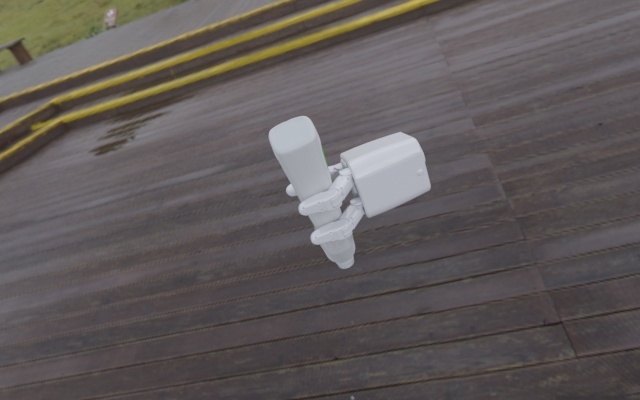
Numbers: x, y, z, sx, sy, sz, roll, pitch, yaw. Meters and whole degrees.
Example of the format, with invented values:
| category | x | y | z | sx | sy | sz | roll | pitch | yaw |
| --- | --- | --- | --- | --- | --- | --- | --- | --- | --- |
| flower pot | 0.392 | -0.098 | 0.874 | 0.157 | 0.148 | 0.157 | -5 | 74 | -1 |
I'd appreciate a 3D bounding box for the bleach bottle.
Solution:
| category | x | y | z | sx | sy | sz | roll | pitch | yaw |
| --- | --- | --- | --- | --- | --- | --- | --- | --- | --- |
| bleach bottle | 0.000 | 0.002 | 0.737 | 0.068 | 0.251 | 0.102 | -23 | 33 | 0 |
